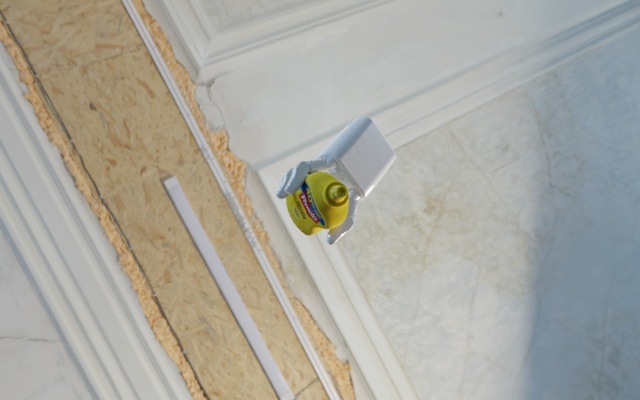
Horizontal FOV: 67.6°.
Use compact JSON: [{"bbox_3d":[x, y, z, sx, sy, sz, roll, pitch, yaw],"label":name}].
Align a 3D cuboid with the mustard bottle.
[{"bbox_3d":[0.000,0.003,0.799,0.058,0.096,0.191,-22,-1,-23],"label":"mustard bottle"}]
